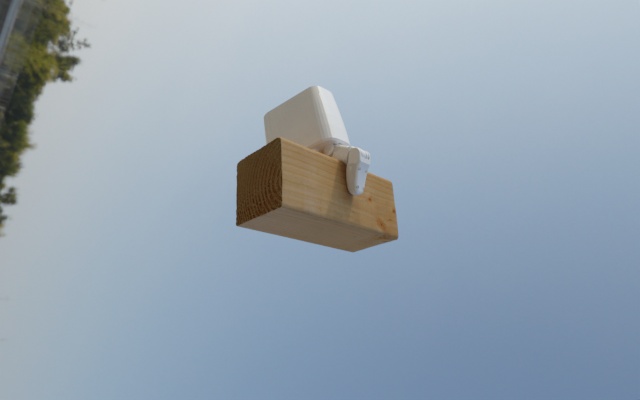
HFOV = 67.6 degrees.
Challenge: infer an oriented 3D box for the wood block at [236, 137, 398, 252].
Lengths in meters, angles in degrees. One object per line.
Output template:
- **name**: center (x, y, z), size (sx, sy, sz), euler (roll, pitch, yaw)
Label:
- **wood block**: center (0.000, 0.002, 0.629), size (0.206, 0.090, 0.091), euler (17, -29, -40)
